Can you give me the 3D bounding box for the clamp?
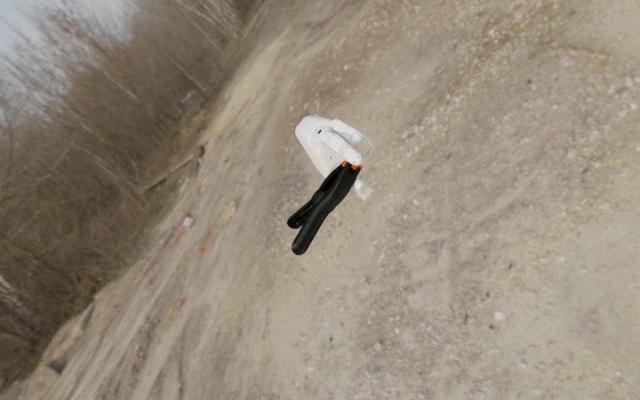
[{"bbox_3d":[0.000,0.002,0.776,0.039,0.171,0.120,38,2,-24],"label":"clamp"}]
